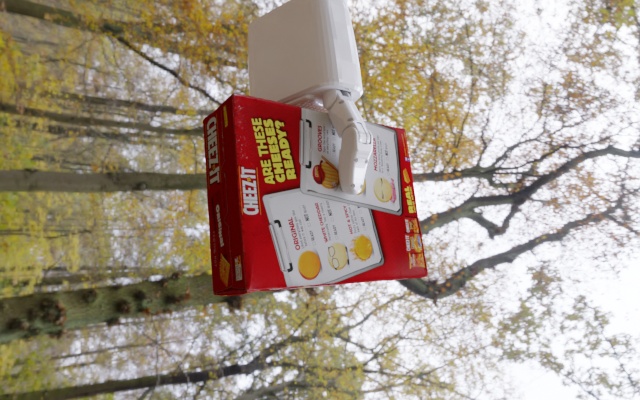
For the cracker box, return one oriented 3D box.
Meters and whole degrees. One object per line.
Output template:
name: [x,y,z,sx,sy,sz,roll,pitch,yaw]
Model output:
cracker box: [0.000,0.001,0.464,0.214,0.164,0.072,3,-15,-38]
